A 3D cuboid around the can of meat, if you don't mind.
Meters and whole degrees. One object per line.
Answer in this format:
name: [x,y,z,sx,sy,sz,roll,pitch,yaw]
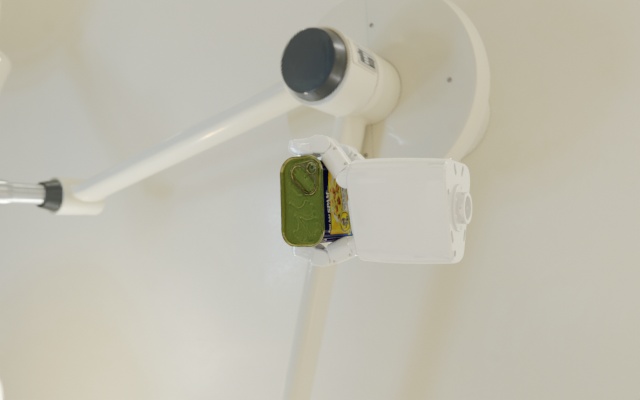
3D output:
can of meat: [0.000,0.002,0.566,0.057,0.102,0.084,-4,-3,32]
